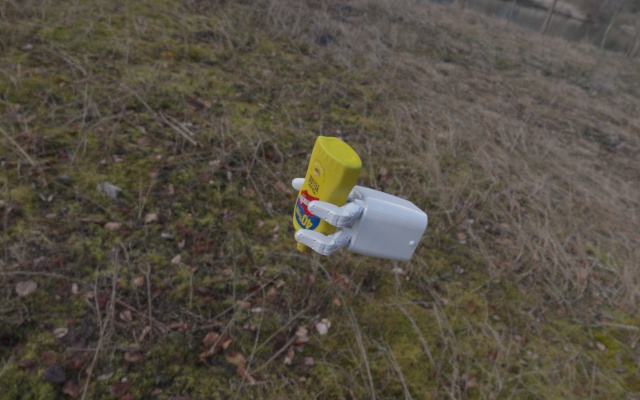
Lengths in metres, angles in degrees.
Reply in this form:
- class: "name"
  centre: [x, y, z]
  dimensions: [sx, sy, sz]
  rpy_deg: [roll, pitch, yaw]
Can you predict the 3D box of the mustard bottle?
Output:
- class: "mustard bottle"
  centre: [0.000, 0.002, 0.752]
  dimensions: [0.058, 0.192, 0.096]
  rpy_deg: [0, 35, -33]
